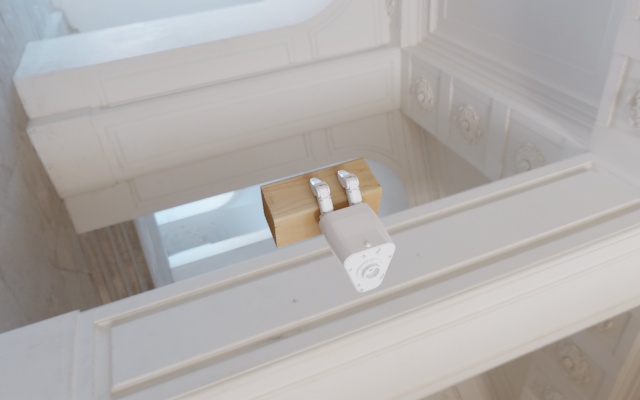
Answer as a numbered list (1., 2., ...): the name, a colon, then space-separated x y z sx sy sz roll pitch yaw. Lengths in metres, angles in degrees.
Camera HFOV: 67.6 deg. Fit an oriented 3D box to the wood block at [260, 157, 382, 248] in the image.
1. wood block: 0.000 0.003 0.899 0.206 0.090 0.091 -16 -37 -14
